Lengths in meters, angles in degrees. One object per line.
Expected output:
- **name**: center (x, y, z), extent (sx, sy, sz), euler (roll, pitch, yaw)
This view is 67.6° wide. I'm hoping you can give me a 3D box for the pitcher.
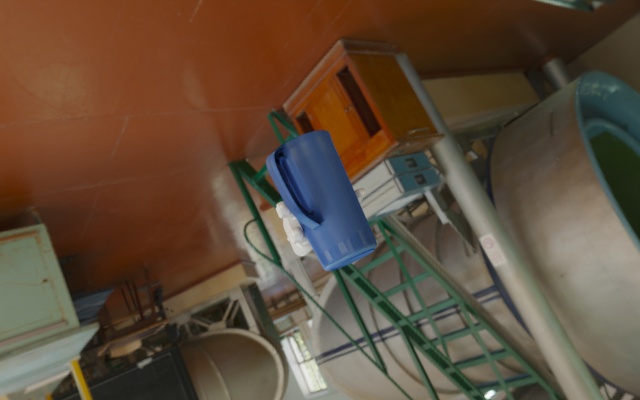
- **pitcher**: center (0.000, 0.003, 0.880), extent (0.149, 0.242, 0.145), euler (-23, -13, -14)
